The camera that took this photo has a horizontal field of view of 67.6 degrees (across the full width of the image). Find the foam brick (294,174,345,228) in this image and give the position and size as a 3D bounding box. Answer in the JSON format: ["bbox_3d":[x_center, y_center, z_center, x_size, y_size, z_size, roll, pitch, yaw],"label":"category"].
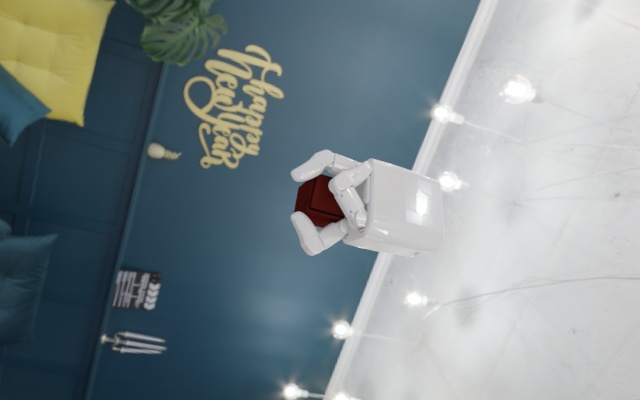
[{"bbox_3d":[0.000,0.002,0.652,0.051,0.053,0.078,15,-16,-16],"label":"foam brick"}]
